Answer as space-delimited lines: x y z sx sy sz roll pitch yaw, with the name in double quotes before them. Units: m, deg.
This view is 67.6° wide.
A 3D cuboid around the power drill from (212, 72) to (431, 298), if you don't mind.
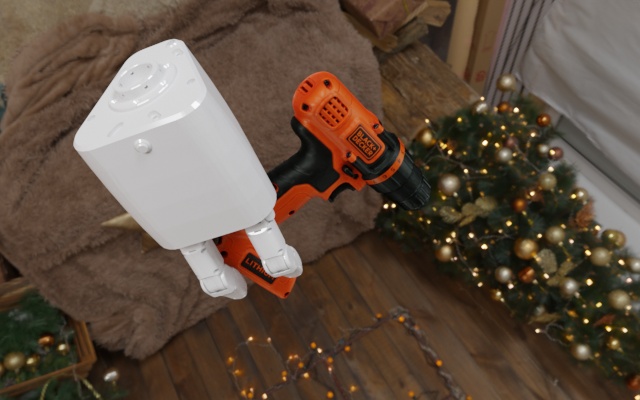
"power drill" 0.000 0.002 0.451 0.184 0.187 0.057 40 6 -33
